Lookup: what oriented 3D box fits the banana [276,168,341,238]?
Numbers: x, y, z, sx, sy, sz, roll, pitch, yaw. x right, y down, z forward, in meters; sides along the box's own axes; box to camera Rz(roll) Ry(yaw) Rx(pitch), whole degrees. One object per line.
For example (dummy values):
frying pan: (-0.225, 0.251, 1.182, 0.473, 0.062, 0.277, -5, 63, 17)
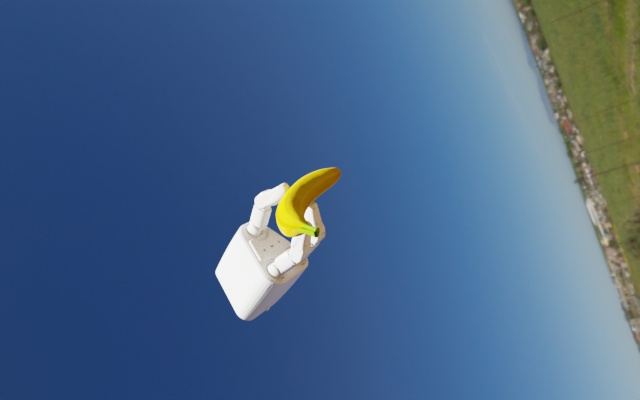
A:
banana: (-0.019, 0.001, 0.653, 0.069, 0.037, 0.197, 7, 29, 8)
